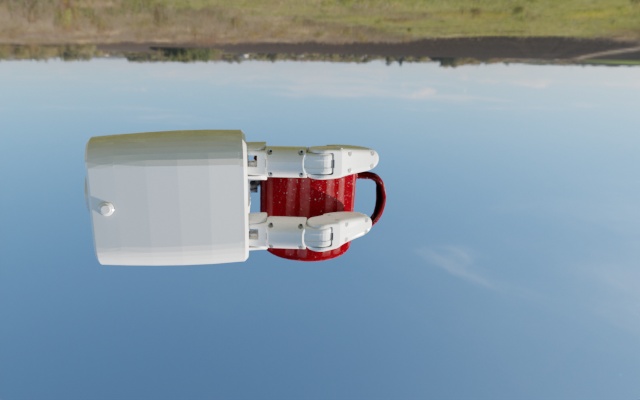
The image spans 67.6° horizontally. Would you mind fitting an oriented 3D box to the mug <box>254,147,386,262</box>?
[{"bbox_3d":[0.001,0.002,0.421,0.117,0.081,0.093,-1,17,-12],"label":"mug"}]
